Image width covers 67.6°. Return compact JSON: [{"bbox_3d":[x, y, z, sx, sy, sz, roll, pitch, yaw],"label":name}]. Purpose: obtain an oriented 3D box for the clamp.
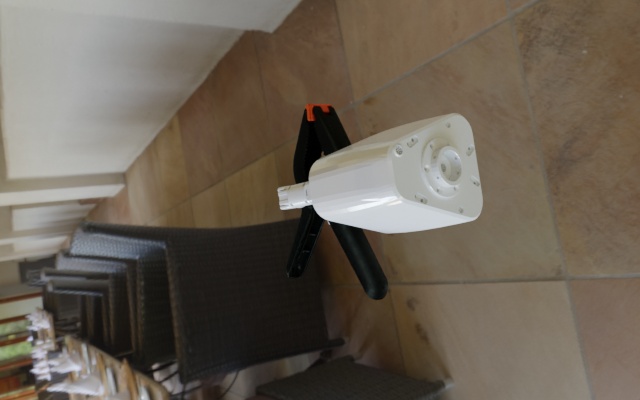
[{"bbox_3d":[-0.001,0.001,0.529,0.036,0.210,0.164,-7,-3,-37],"label":"clamp"}]
